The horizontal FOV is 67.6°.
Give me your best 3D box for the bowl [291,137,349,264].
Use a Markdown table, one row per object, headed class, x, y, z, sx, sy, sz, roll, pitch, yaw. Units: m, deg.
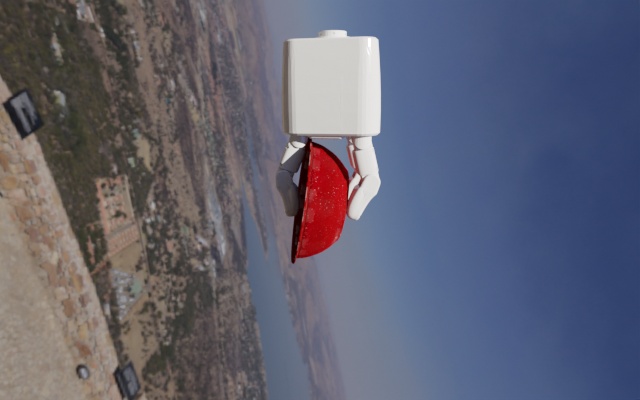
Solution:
| class | x | y | z | sx | sy | sz | roll | pitch | yaw |
| --- | --- | --- | --- | --- | --- | --- | --- | --- | --- |
| bowl | 0.000 | 0.003 | 0.600 | 0.055 | 0.162 | 0.162 | 8 | -1 | -6 |
